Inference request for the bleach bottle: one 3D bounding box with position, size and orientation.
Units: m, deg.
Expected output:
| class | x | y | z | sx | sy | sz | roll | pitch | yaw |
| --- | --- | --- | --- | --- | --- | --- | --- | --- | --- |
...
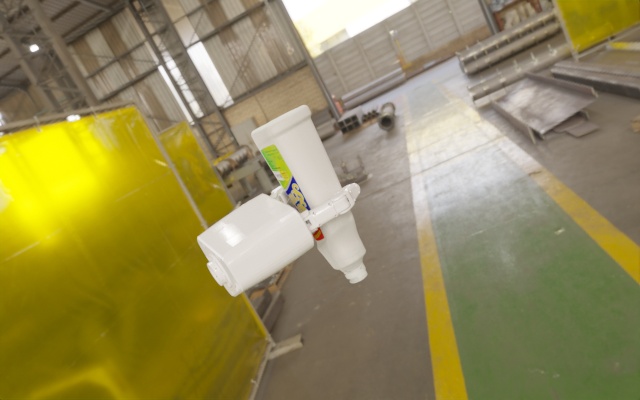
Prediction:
| class | x | y | z | sx | sy | sz | roll | pitch | yaw |
| --- | --- | --- | --- | --- | --- | --- | --- | --- | --- |
| bleach bottle | 0.000 | 0.002 | 0.647 | 0.068 | 0.251 | 0.102 | -33 | 13 | -21 |
